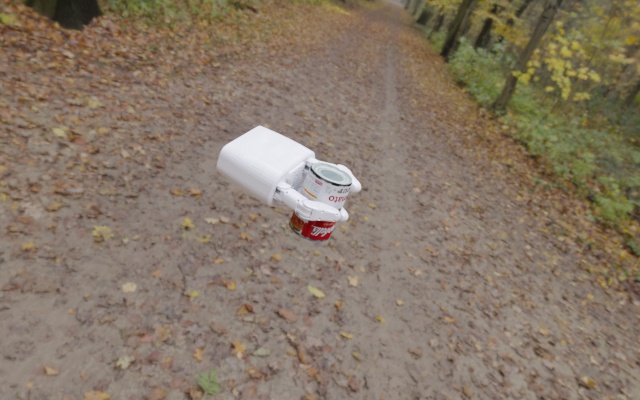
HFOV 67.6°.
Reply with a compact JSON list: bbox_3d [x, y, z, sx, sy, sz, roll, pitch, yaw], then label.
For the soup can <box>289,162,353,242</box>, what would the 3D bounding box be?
[{"bbox_3d":[0.001,0.002,0.720,0.068,0.102,0.068,18,25,-9],"label":"soup can"}]
